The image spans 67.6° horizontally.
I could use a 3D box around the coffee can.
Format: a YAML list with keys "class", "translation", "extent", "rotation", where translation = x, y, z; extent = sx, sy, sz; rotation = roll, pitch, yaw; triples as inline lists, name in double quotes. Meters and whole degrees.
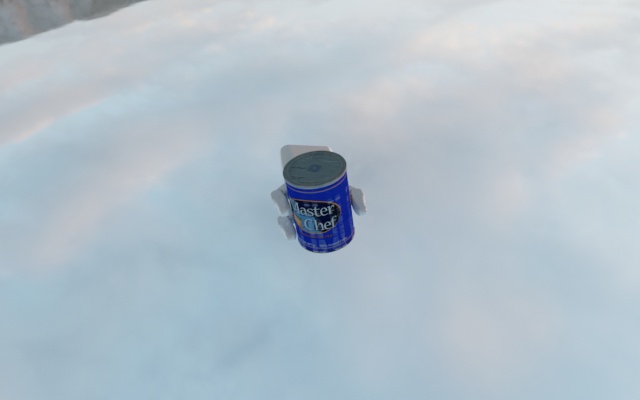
- class: "coffee can"
  translation: [0.000, 0.003, 0.797]
  extent: [0.103, 0.140, 0.102]
  rotation: [-7, 36, 5]
